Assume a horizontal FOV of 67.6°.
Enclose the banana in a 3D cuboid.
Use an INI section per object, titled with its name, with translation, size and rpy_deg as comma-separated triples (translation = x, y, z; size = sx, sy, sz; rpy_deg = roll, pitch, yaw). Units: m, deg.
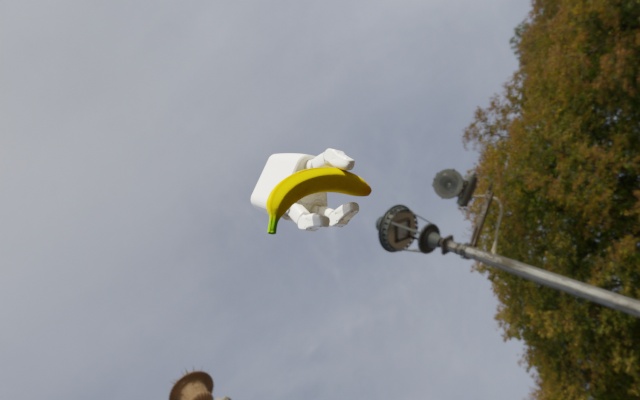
[banana]
translation = -0.006, -0.015, 0.696
size = 0.198, 0.070, 0.037
rpy_deg = -21, 16, -34
